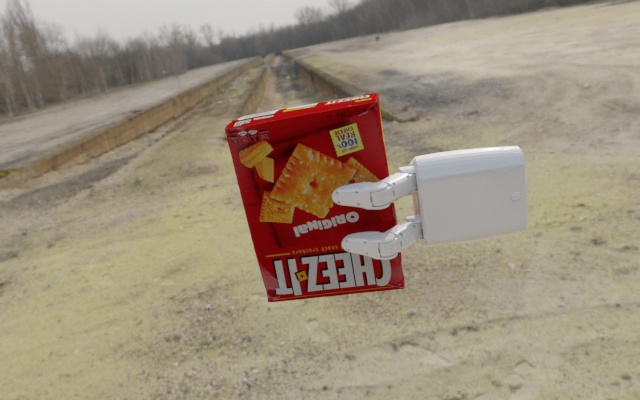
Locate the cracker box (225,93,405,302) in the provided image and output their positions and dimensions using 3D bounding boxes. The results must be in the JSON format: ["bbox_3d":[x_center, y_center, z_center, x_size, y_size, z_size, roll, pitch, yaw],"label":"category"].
[{"bbox_3d":[0.000,0.002,0.536,0.164,0.214,0.072,-8,19,10],"label":"cracker box"}]
